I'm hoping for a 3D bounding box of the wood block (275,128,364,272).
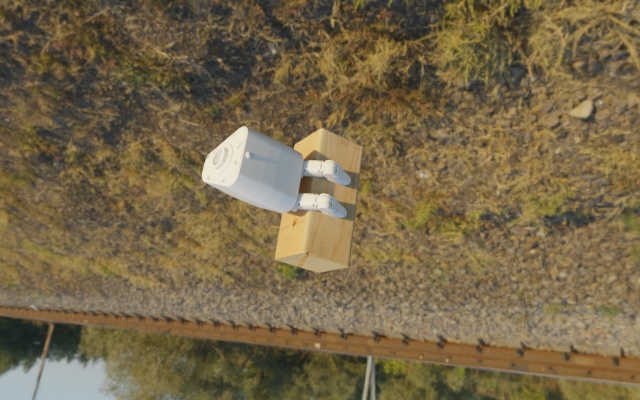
[{"bbox_3d":[0.000,0.003,0.778,0.090,0.206,0.091,20,-23,-28],"label":"wood block"}]
